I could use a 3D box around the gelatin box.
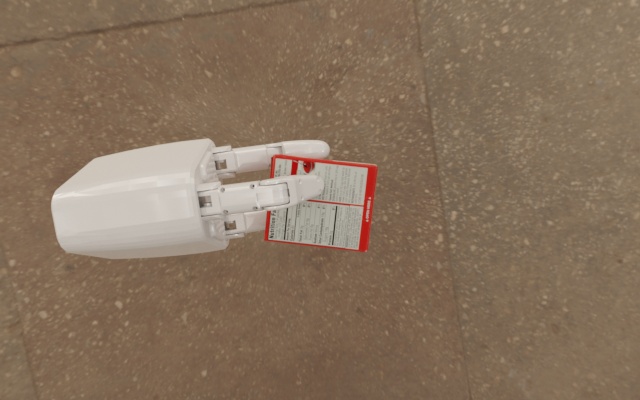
[{"bbox_3d":[0.000,0.001,0.404,0.089,0.073,0.030,6,6,3],"label":"gelatin box"}]
